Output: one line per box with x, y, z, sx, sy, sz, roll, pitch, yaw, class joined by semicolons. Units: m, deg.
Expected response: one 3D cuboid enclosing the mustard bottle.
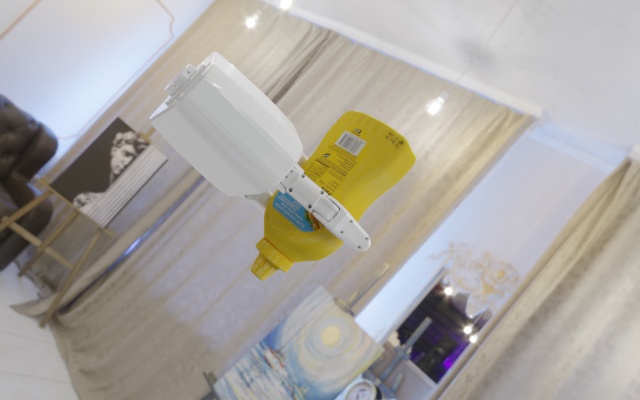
0.000;0.002;0.475;0.096;0.191;0.058;37;-8;40;mustard bottle
